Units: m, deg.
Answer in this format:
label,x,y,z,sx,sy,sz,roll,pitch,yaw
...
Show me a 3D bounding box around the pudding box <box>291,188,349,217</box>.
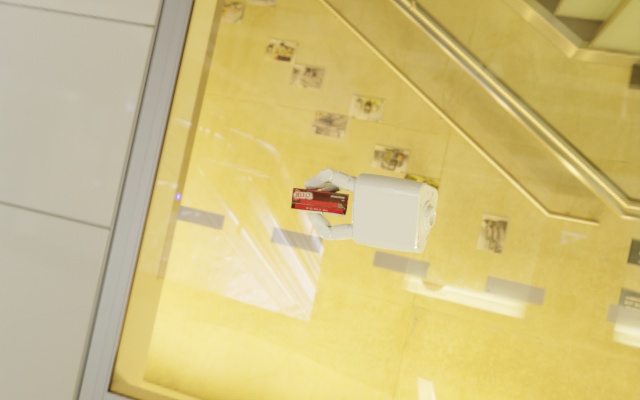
label,x,y,z,sx,sy,sz,roll,pitch,yaw
pudding box,0.000,0.003,0.800,0.090,0.039,0.113,8,-3,2
